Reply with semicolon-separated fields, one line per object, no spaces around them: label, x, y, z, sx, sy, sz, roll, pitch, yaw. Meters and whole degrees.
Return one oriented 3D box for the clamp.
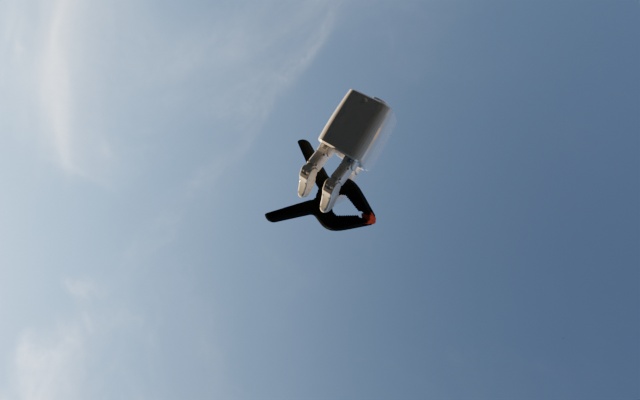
clamp;0.001;0.003;0.844;0.210;0.164;0.036;33;7;30
